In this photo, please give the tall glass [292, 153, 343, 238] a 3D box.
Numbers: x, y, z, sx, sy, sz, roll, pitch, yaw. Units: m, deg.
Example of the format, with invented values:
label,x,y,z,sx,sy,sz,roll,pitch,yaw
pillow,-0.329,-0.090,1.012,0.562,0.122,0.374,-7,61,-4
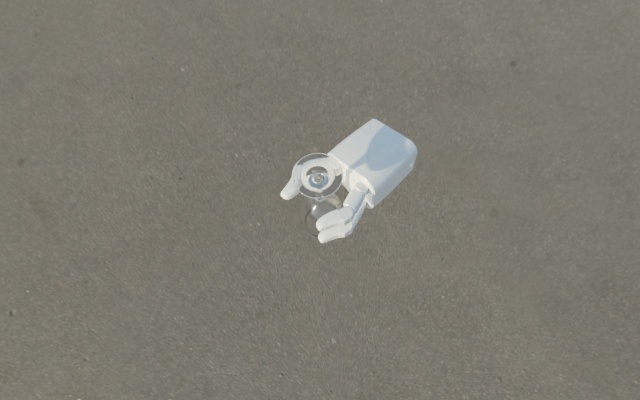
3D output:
label,x,y,z,sx,sy,sz,roll,pitch,yaw
tall glass,0.000,0.002,0.779,0.079,0.079,0.201,0,-23,2
